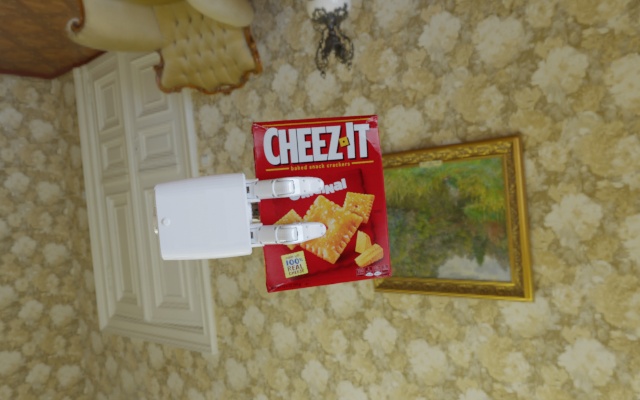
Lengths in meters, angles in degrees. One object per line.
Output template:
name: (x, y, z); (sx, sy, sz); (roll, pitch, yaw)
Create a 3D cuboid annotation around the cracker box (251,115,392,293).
cracker box: (0.000, 0.002, 0.624); (0.164, 0.213, 0.072); (-5, 2, -9)
